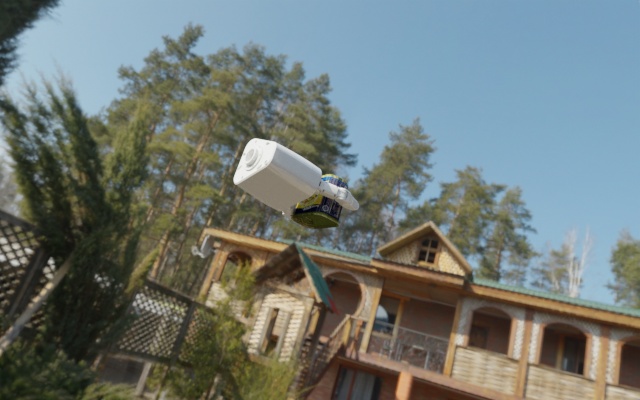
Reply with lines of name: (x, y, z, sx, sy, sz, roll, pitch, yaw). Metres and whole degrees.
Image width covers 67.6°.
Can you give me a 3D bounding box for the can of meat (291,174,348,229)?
can of meat: (0.000, 0.003, 0.898, 0.057, 0.084, 0.102, 30, -23, -31)
